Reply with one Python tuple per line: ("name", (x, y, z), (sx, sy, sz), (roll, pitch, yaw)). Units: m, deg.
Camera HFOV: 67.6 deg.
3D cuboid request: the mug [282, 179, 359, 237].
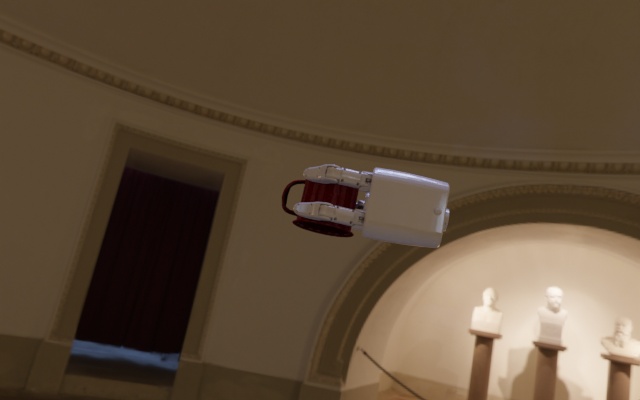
("mug", (-0.001, 0.002, 0.718), (0.117, 0.081, 0.093), (12, -12, 4))
